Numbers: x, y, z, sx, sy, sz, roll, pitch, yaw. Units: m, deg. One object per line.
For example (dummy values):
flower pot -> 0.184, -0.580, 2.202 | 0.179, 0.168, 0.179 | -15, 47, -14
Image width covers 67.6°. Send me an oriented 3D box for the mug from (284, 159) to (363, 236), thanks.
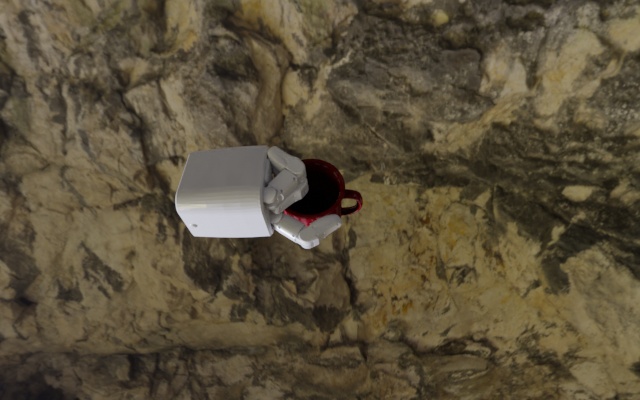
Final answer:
mug -> 0.002, 0.002, 0.665 | 0.117, 0.093, 0.081 | -1, -30, 3
